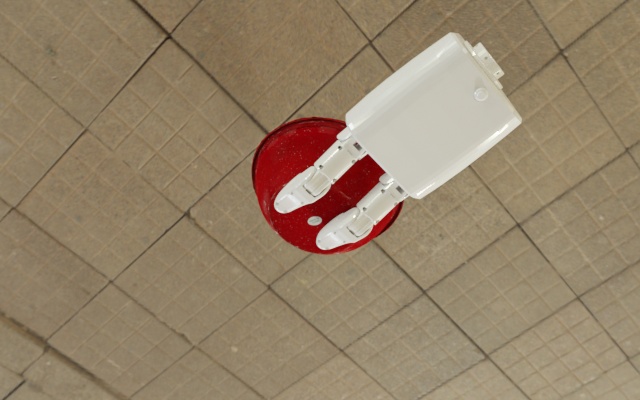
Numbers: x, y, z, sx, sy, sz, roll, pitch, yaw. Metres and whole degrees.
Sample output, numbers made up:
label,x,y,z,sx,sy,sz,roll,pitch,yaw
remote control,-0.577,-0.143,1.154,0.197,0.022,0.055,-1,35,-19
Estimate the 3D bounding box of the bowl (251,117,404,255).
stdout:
label,x,y,z,sx,sy,sz,roll,pitch,yaw
bowl,-0.001,0.003,0.474,0.162,0.162,0.055,0,38,16
